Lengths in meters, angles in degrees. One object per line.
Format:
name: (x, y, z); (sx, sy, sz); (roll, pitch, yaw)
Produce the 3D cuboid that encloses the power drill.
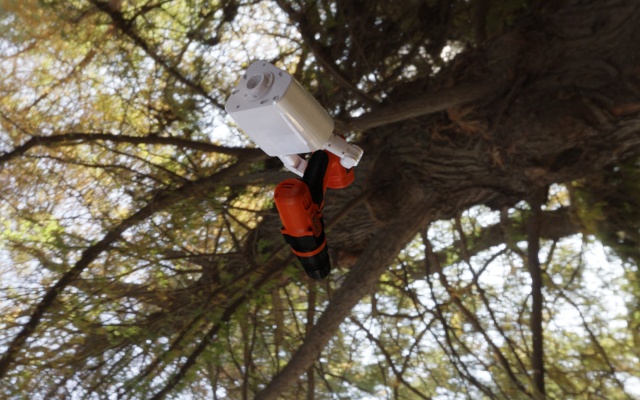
power drill: (0.000, 0.002, 0.721); (0.057, 0.185, 0.187); (2, 44, 20)
